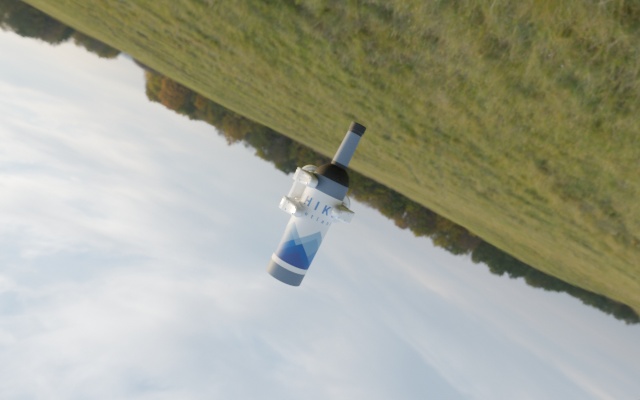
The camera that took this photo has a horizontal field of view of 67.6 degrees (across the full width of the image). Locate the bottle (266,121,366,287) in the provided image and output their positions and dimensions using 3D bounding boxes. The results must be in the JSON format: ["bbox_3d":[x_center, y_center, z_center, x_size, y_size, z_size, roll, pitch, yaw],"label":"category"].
[{"bbox_3d":[0.000,0.003,0.820,0.069,0.296,0.069,26,5,-2],"label":"bottle"}]
